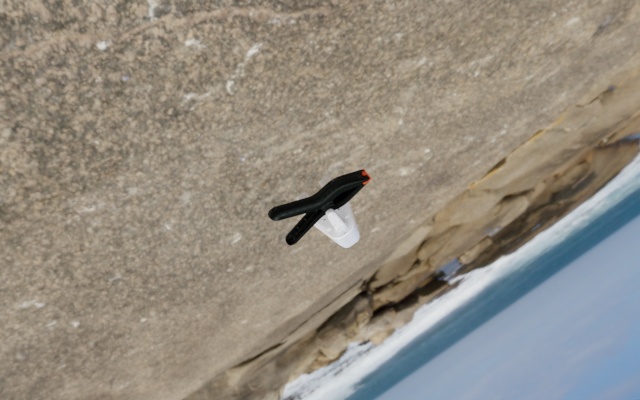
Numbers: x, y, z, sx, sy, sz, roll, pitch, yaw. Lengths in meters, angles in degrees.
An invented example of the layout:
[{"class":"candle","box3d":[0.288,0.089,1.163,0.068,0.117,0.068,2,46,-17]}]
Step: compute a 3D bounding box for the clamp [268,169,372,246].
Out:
[{"class":"clamp","box3d":[0.001,0.003,0.896,0.210,0.036,0.165,-35,-22,1]}]
